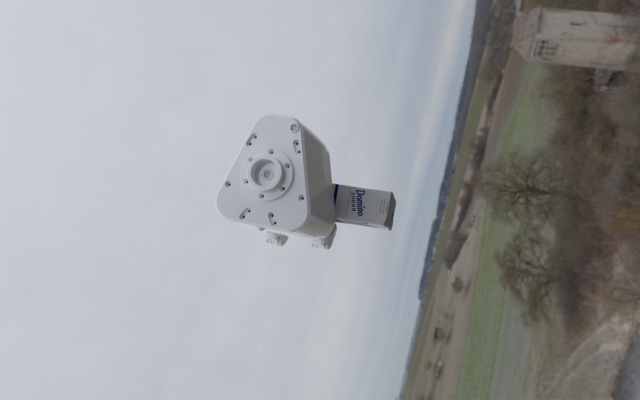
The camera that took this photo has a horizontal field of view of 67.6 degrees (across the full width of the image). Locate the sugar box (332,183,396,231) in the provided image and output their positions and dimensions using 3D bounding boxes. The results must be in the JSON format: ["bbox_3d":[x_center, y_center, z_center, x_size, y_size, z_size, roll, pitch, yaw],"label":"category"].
[{"bbox_3d":[0.000,0.002,0.578,0.176,0.048,0.093,11,-4,13],"label":"sugar box"}]
